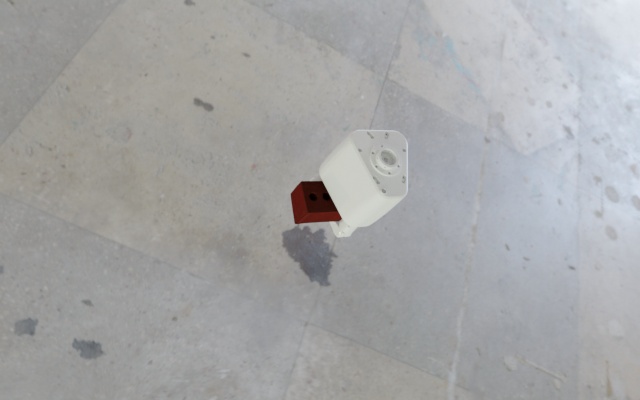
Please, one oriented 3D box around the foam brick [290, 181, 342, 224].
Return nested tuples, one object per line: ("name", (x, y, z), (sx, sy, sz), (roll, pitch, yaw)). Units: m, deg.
("foam brick", (0.000, 0.003, 0.736), (0.078, 0.053, 0.051), (-3, -20, -25))
